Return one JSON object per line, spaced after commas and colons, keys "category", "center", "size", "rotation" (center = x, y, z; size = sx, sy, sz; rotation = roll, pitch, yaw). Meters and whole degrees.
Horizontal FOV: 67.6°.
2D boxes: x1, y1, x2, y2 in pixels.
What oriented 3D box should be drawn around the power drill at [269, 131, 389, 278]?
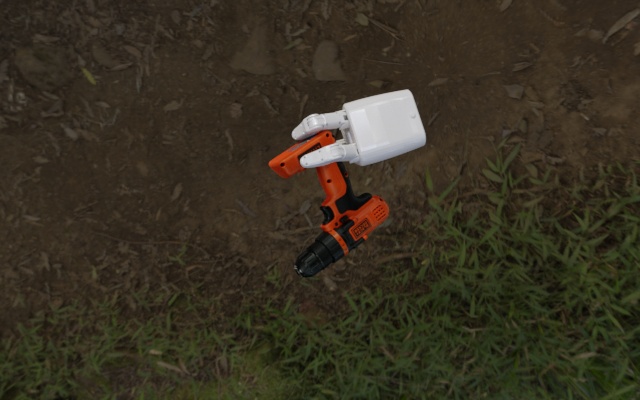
{"category": "power drill", "center": [0.000, 0.002, 0.737], "size": [0.184, 0.188, 0.057], "rotation": [-38, 19, -21]}
